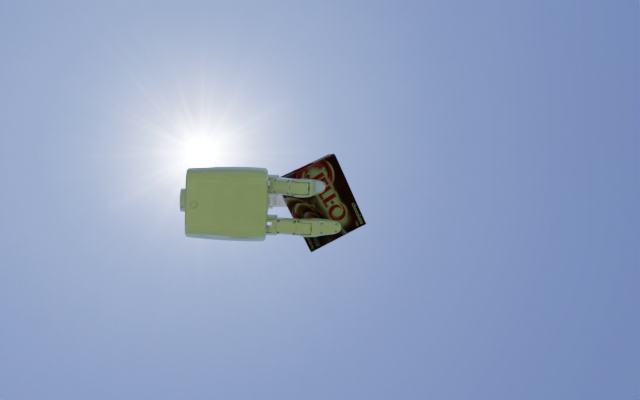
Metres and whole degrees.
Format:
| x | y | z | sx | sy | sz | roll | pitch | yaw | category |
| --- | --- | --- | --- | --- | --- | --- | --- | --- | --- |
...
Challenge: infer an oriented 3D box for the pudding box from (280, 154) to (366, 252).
| x | y | z | sx | sy | sz | roll | pitch | yaw | category |
| --- | --- | --- | --- | --- | --- | --- | --- | --- | --- |
| 0.000 | 0.002 | 0.675 | 0.090 | 0.113 | 0.039 | -26 | 11 | -7 | pudding box |
